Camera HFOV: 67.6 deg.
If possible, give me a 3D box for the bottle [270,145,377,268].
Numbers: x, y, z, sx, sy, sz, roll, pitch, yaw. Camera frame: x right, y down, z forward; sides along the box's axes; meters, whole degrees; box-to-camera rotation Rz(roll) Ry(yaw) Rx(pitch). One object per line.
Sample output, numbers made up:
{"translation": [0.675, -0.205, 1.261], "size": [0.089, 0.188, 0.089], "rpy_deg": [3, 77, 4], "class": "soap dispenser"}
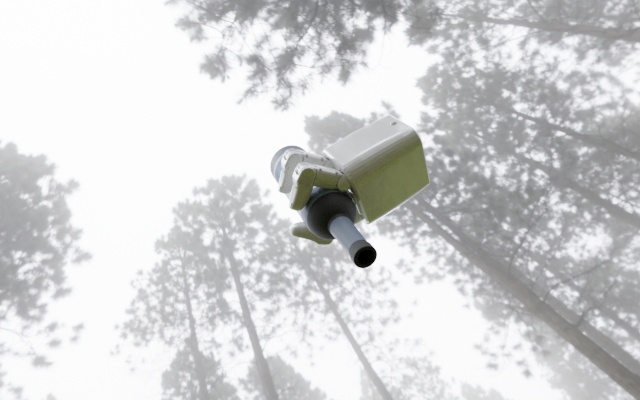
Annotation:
{"translation": [0.000, 0.002, 0.630], "size": [0.069, 0.069, 0.295], "rpy_deg": [0, 23, -21], "class": "bottle"}
